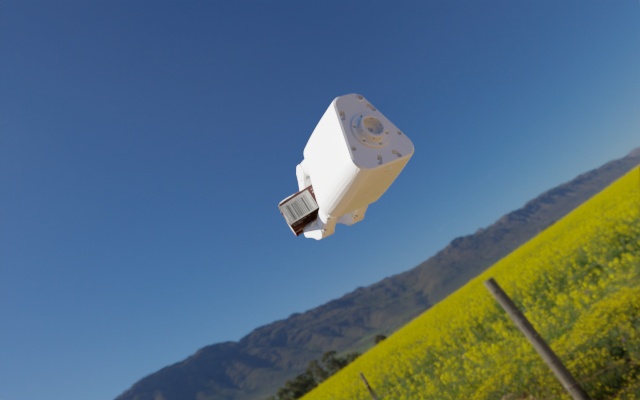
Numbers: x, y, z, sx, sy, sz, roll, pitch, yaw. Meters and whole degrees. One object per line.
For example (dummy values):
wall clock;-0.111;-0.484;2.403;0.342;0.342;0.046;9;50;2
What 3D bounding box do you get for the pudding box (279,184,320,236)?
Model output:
pudding box;0.000;0.002;0.687;0.113;0.039;0.090;-30;-15;-4
